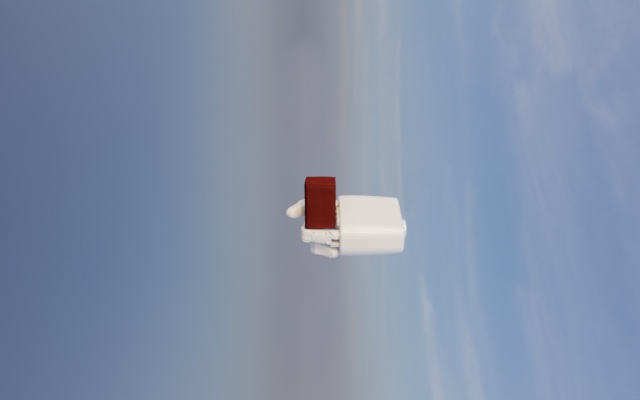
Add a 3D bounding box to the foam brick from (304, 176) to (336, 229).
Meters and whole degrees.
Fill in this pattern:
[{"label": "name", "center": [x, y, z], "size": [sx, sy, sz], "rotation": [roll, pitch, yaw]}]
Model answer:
[{"label": "foam brick", "center": [0.000, 0.002, 0.797], "size": [0.051, 0.078, 0.053], "rotation": [0, 20, 2]}]
